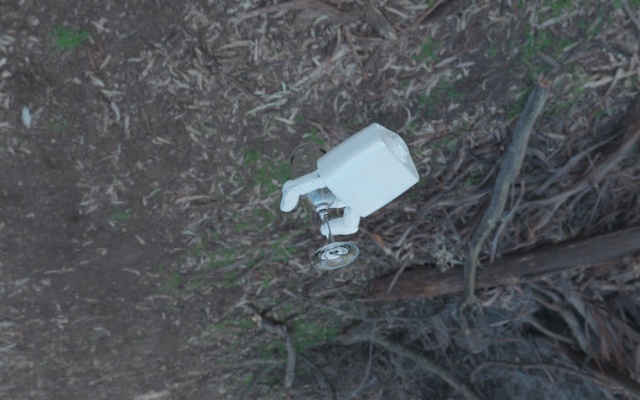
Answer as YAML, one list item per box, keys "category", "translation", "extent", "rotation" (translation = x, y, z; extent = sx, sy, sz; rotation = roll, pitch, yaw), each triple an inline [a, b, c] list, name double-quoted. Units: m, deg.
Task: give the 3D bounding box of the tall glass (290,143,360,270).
- category: "tall glass"
  translation: [0.000, 0.003, 0.748]
  extent: [0.079, 0.201, 0.079]
  rotation: [-10, -35, -7]
